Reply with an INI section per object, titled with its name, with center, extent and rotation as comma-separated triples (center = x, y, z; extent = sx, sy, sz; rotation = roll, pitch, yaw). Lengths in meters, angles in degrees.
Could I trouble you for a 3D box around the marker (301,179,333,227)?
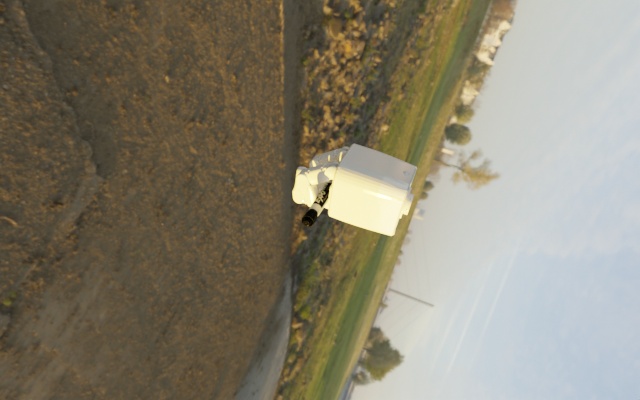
[marker]
center = 0.000, 0.002, 0.711
extent = 0.020, 0.020, 0.121
rotation = 0, 29, 22
